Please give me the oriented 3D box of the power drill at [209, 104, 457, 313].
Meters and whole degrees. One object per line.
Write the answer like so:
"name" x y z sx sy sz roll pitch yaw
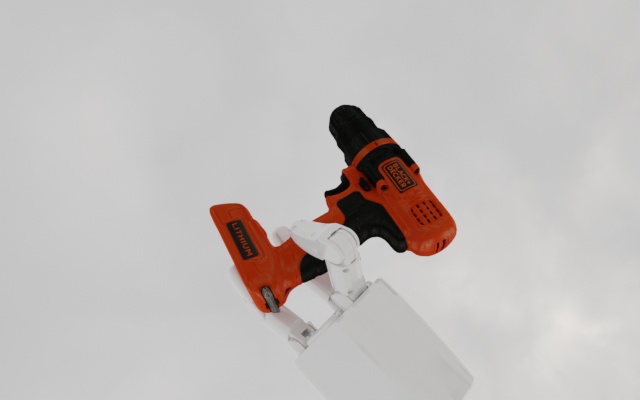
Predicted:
"power drill" 0.000 0.002 0.435 0.187 0.184 0.057 -27 -35 -9
